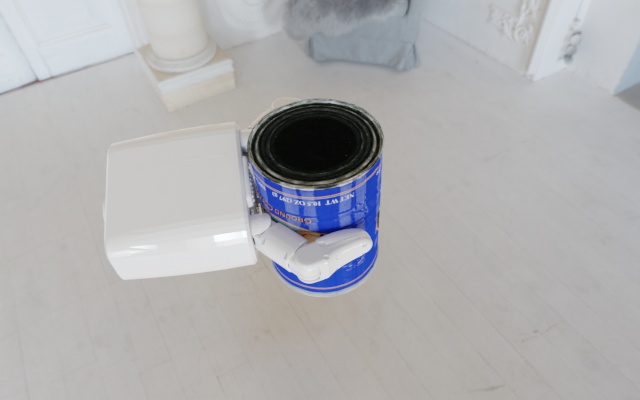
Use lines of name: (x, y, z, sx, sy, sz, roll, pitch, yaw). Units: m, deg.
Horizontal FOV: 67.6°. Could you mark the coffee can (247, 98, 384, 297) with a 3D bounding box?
coffee can: (0.000, 0.001, 0.406, 0.103, 0.102, 0.140, 0, -43, 4)
